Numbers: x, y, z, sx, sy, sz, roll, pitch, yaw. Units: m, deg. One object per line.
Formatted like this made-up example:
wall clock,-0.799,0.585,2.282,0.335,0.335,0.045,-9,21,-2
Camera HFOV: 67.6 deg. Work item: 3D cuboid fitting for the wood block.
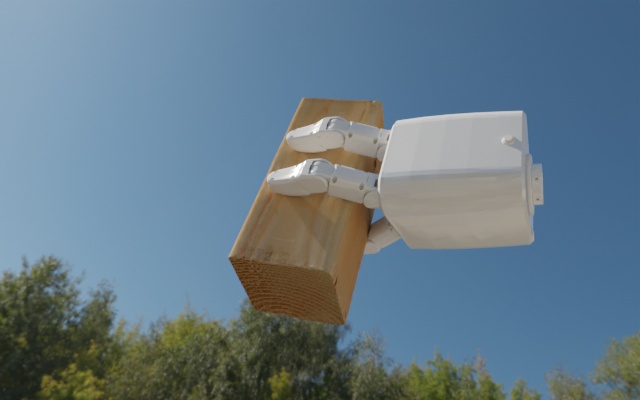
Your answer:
wood block,0.001,0.002,0.462,0.090,0.206,0.091,6,-40,17
